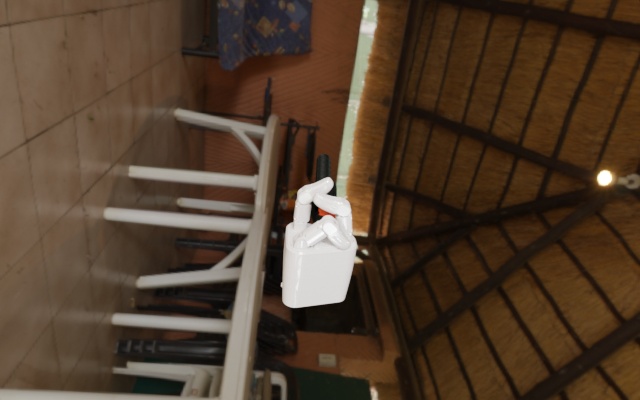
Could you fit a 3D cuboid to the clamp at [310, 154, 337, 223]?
[{"bbox_3d":[0.001,0.003,0.812,0.039,0.120,0.171,6,26,-5],"label":"clamp"}]
